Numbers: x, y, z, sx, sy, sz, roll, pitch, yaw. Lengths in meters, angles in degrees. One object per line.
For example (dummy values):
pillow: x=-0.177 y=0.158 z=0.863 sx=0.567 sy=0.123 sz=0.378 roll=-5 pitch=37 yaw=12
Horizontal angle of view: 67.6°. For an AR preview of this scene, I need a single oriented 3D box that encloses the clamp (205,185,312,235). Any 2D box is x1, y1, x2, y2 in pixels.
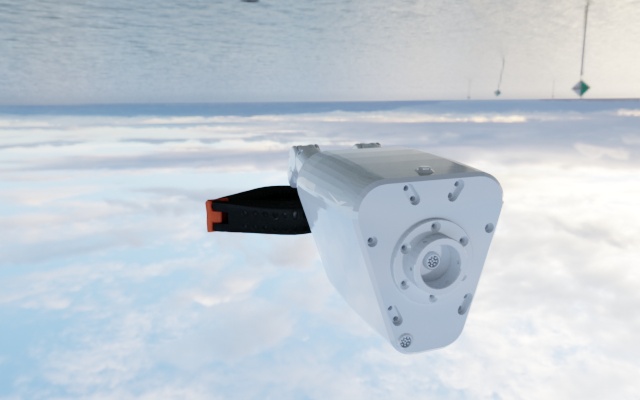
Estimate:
clamp: x=0.000 y=0.002 z=0.442 sx=0.210 sy=0.036 sz=0.164 roll=-4 pitch=14 yaw=-16
